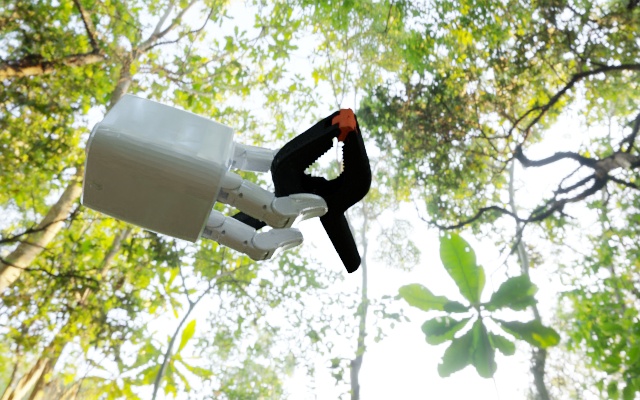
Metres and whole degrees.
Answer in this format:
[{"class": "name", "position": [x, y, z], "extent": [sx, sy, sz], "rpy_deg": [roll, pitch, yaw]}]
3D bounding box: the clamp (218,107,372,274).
[{"class": "clamp", "position": [0.000, 0.001, 0.471], "extent": [0.164, 0.036, 0.210], "rpy_deg": [18, -45, -16]}]
